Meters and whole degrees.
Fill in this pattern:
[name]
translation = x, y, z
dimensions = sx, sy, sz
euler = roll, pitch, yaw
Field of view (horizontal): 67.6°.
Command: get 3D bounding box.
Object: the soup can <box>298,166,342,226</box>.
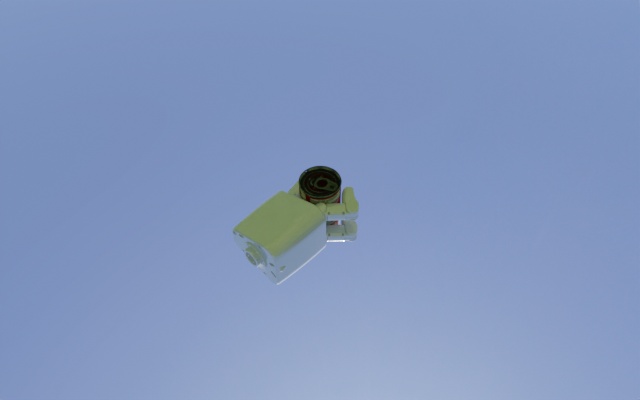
[soup can]
translation = 0.000, 0.002, 0.785
dimensions = 0.068, 0.068, 0.102
euler = 0, -41, 1
